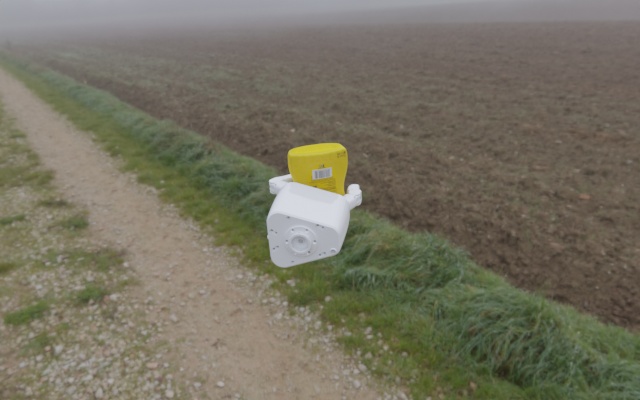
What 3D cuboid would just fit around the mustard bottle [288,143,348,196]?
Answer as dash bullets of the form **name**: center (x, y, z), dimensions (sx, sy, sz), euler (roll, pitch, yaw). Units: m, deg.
- **mustard bottle**: center (0.000, 0.002, 0.814), dimensions (0.096, 0.192, 0.058), euler (-10, 24, -13)
